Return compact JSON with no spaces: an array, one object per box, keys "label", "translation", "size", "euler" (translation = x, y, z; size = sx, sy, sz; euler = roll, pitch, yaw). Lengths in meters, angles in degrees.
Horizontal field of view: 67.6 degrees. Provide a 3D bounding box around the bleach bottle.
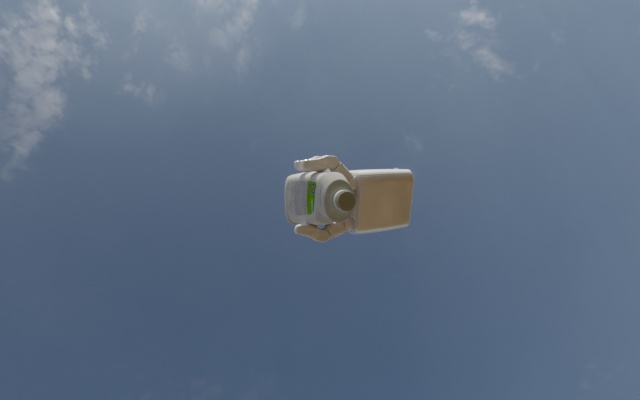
[{"label":"bleach bottle","translation":[0.000,0.003,0.799],"size":[0.068,0.102,0.251],"euler":[-5,5,-17]}]
